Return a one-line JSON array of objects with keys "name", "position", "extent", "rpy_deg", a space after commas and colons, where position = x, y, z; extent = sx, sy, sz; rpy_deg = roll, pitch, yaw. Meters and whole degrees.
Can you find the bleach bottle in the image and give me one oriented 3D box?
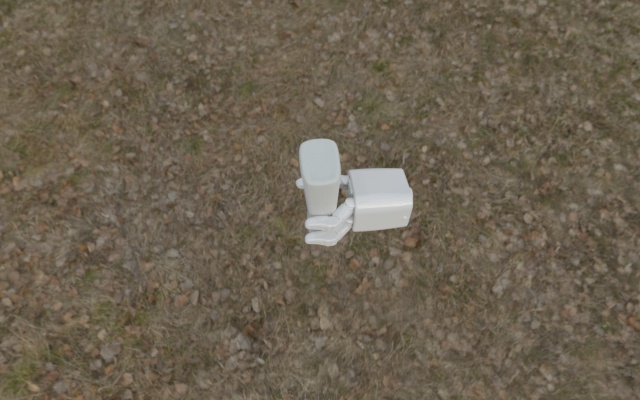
[{"name": "bleach bottle", "position": [0.000, 0.003, 0.898], "extent": [0.068, 0.102, 0.251], "rpy_deg": [-5, -33, -3]}]
